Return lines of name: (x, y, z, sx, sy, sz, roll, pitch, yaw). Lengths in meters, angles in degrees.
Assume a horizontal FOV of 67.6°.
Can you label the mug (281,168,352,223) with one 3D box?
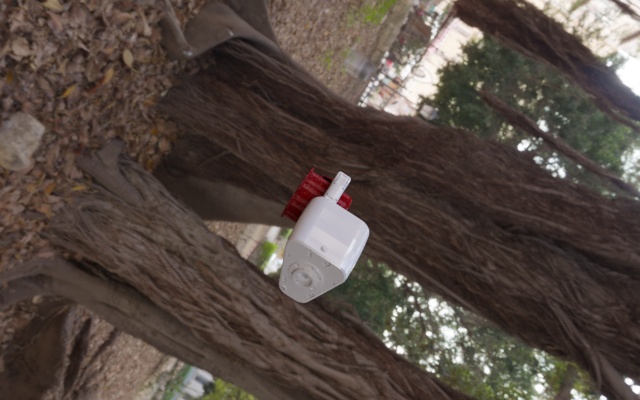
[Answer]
mug: (0.001, 0.002, 0.770, 0.081, 0.093, 0.117, 34, 40, 0)
